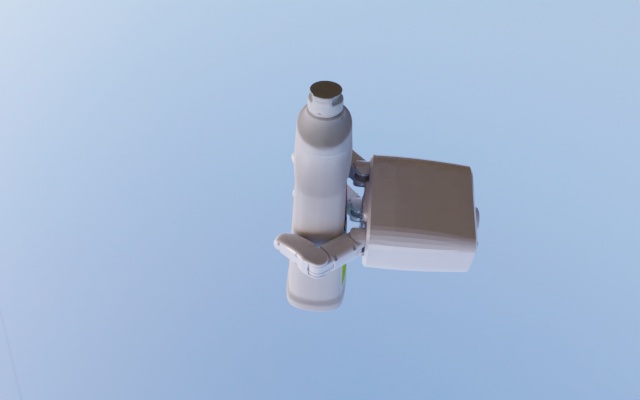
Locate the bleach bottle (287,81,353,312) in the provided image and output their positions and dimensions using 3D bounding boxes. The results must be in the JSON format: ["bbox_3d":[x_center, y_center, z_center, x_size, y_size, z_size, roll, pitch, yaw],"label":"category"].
[{"bbox_3d":[0.000,0.002,0.483,0.068,0.251,0.102,4,45,2],"label":"bleach bottle"}]
